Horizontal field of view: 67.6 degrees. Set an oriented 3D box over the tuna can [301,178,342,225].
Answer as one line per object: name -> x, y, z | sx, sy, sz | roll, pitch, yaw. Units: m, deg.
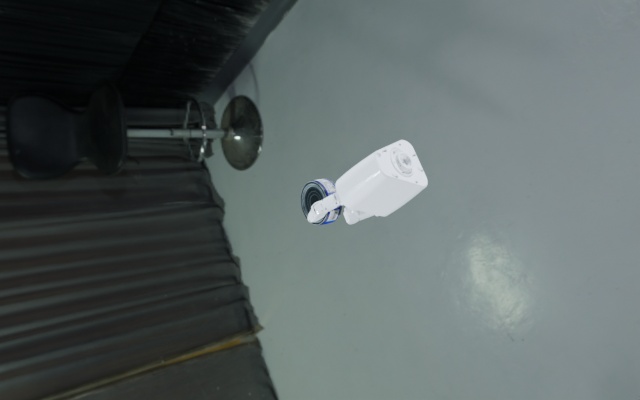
tuna can -> 0.000, 0.003, 0.890 | 0.034, 0.086, 0.086 | -10, 6, -38
